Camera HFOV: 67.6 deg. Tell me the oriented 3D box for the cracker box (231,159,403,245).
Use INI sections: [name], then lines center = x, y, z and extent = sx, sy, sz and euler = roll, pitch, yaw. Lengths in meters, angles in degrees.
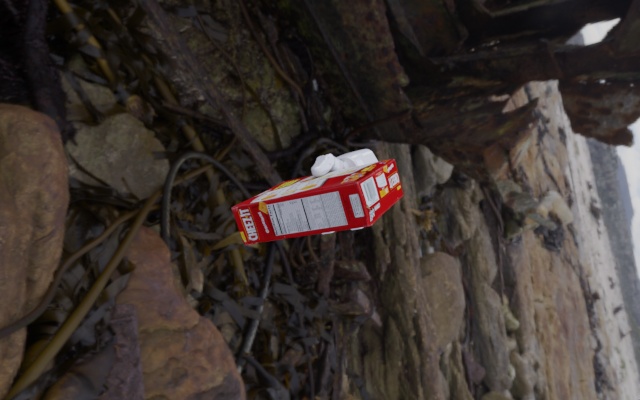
[cracker box]
center = 0.000, 0.002, 0.737
extent = 0.214, 0.072, 0.164
euler = -11, 11, 28
